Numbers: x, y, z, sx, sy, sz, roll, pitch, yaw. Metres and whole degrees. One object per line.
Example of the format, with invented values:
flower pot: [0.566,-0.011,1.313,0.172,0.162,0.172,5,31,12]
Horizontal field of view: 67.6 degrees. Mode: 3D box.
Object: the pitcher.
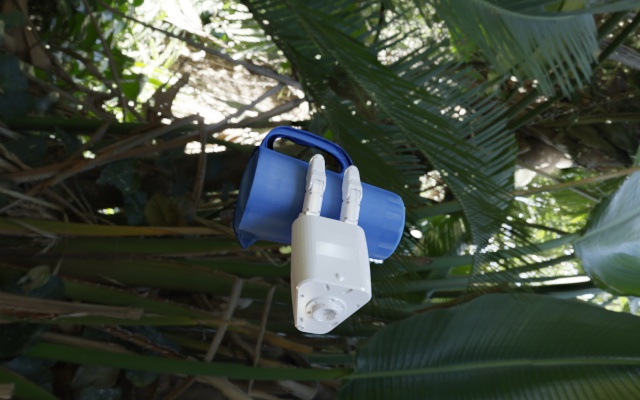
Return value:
pitcher: [0.000,0.003,0.715,0.243,0.149,0.145,15,38,-16]
